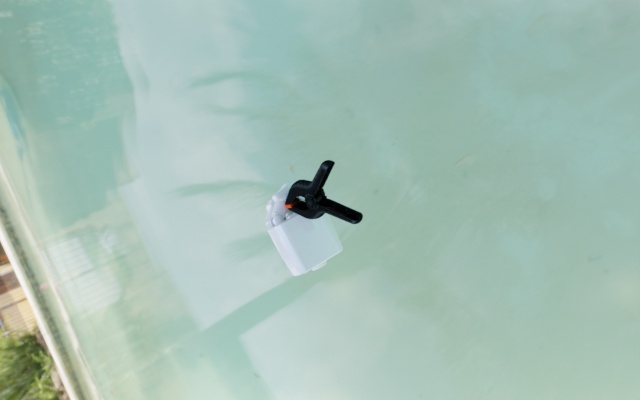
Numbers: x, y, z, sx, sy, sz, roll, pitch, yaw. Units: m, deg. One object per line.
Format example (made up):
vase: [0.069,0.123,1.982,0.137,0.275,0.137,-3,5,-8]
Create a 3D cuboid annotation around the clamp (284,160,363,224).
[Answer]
clamp: [0.000,0.003,0.850,0.039,0.120,0.171,-32,5,-35]
